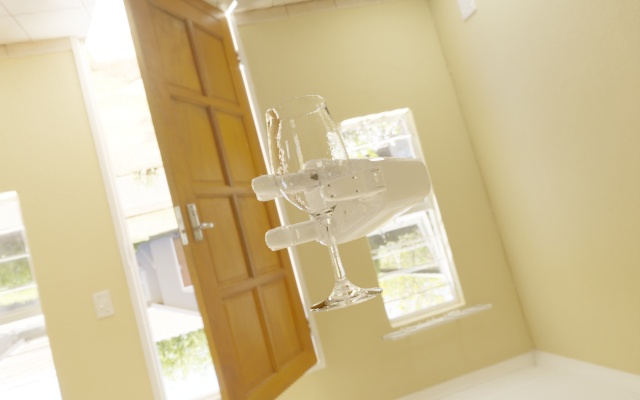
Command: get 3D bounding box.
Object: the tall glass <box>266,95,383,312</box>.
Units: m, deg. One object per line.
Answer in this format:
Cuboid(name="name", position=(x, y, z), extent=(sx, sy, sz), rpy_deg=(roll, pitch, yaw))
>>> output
Cuboid(name="tall glass", position=(0.000, 0.002, 0.473), extent=(0.079, 0.201, 0.079), rpy_deg=(-15, -4, -1))
